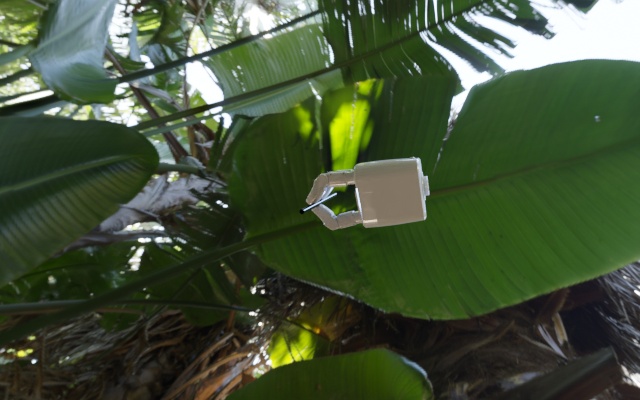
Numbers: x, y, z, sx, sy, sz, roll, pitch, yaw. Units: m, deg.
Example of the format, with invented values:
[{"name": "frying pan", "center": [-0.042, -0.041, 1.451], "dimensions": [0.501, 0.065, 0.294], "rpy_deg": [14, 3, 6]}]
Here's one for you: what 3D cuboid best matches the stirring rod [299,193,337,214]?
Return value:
[{"name": "stirring rod", "center": [0.000, 0.003, 0.860], "dimensions": [0.011, 0.011, 0.239], "rpy_deg": [0, 7, 14]}]
